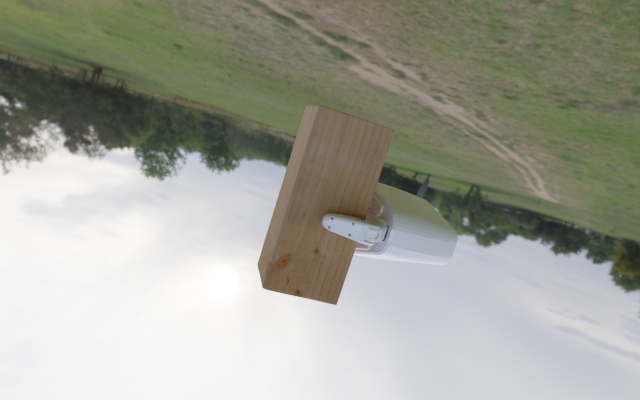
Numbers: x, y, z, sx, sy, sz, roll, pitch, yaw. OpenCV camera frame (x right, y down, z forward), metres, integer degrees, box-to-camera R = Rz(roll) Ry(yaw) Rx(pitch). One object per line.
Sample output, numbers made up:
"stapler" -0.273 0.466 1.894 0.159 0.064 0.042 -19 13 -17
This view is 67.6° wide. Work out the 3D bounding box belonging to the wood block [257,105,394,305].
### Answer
"wood block" 0.000 0.002 0.555 0.090 0.206 0.091 16 7 -15
